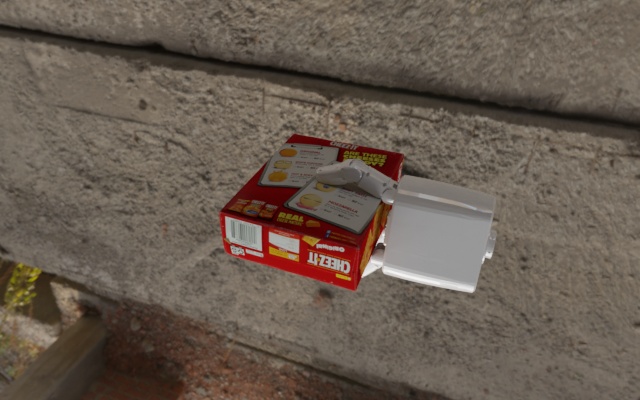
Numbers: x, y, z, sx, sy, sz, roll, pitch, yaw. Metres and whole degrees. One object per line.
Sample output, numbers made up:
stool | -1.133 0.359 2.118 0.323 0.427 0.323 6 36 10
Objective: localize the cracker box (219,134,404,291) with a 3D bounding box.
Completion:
cracker box | 0.000 0.002 0.597 0.164 0.072 0.213 13 35 16
